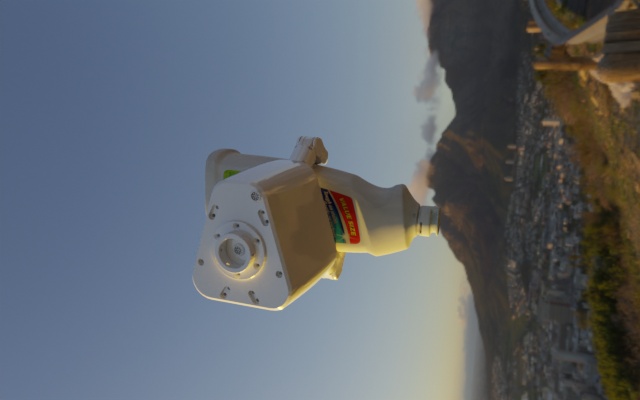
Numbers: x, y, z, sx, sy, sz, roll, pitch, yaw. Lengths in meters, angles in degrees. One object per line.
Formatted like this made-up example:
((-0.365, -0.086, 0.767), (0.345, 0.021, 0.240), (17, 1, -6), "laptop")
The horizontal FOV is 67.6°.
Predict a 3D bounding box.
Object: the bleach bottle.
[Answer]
((0.000, 0.002, 0.513), (0.251, 0.102, 0.068), (5, 12, 19), "bleach bottle")
